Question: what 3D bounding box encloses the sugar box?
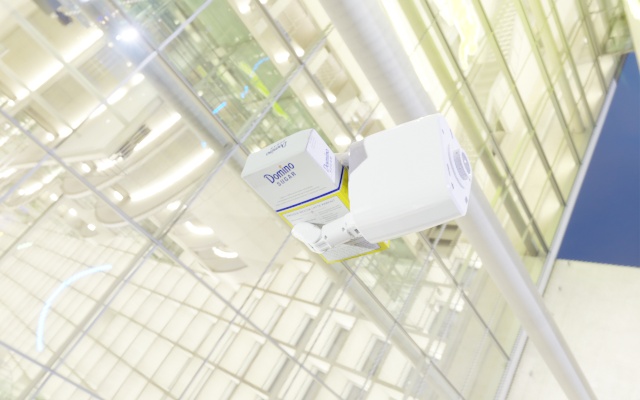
[{"bbox_3d":[0.000,0.001,0.560,0.093,0.048,0.176,-19,-53,30],"label":"sugar box"}]
